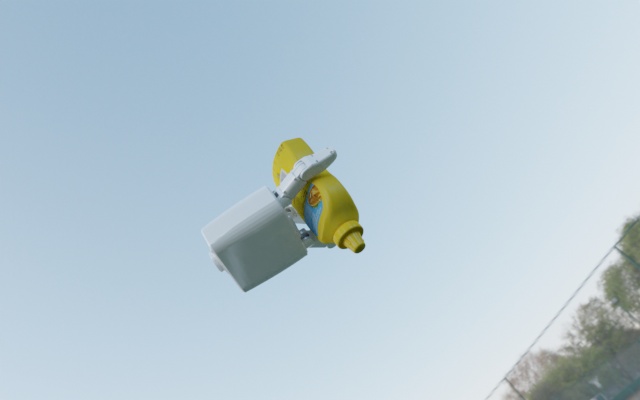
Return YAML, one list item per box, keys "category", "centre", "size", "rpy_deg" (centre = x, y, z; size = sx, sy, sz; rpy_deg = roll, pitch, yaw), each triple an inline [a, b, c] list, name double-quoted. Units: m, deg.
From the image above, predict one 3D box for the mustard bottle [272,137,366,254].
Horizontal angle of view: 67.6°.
- category: "mustard bottle"
  centre: [0.000, 0.002, 0.658]
  size: [0.058, 0.096, 0.191]
  rpy_deg: [-17, 48, -28]
